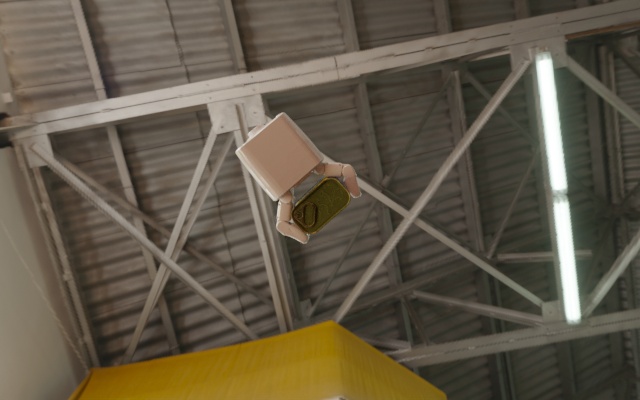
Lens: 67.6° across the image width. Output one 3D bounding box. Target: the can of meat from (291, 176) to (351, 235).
[{"bbox_3d":[0.000,0.003,0.823,0.102,0.057,0.084,-42,8,6],"label":"can of meat"}]
